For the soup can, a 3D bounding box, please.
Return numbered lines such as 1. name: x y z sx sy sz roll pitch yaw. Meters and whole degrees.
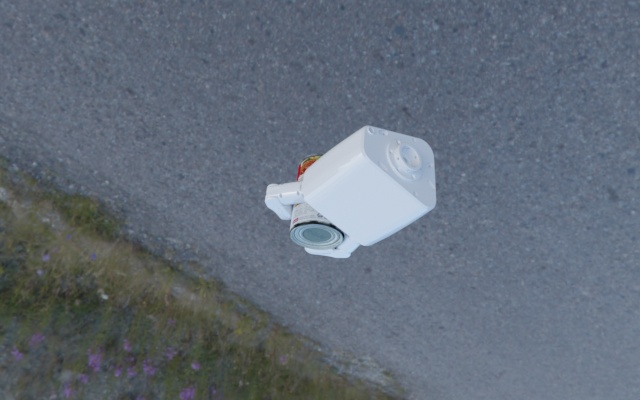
1. soup can: 0.000 0.002 0.599 0.068 0.102 0.068 4 -32 3
